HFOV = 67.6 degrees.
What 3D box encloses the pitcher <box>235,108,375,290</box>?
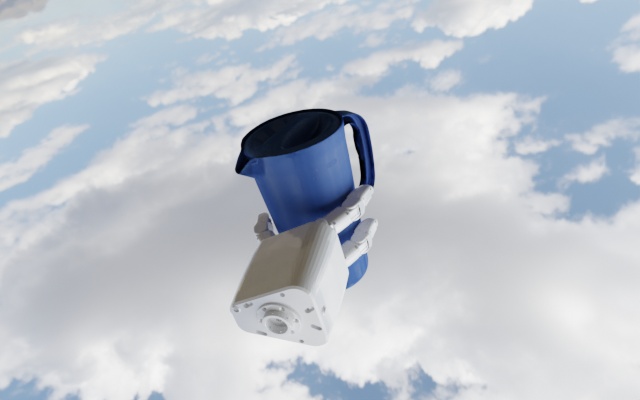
[{"bbox_3d":[0.000,0.002,0.656,0.149,0.243,0.145,-6,33,18],"label":"pitcher"}]
